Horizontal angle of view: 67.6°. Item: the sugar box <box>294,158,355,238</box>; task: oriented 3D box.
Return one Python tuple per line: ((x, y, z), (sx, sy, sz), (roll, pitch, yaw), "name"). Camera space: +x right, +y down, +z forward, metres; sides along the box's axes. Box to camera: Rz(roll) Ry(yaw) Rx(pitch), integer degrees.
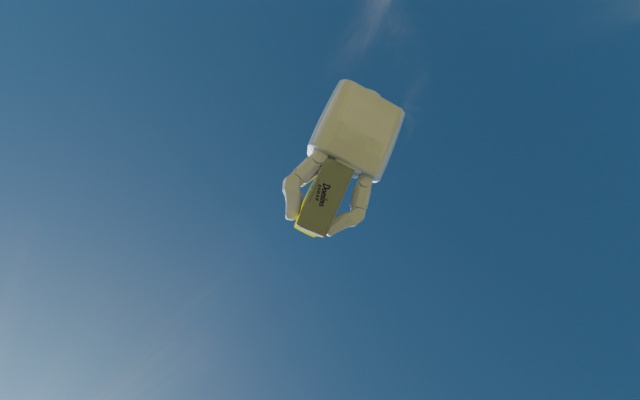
((0.000, 0.002, 0.660), (0.048, 0.093, 0.176), (24, -6, 0), "sugar box")
